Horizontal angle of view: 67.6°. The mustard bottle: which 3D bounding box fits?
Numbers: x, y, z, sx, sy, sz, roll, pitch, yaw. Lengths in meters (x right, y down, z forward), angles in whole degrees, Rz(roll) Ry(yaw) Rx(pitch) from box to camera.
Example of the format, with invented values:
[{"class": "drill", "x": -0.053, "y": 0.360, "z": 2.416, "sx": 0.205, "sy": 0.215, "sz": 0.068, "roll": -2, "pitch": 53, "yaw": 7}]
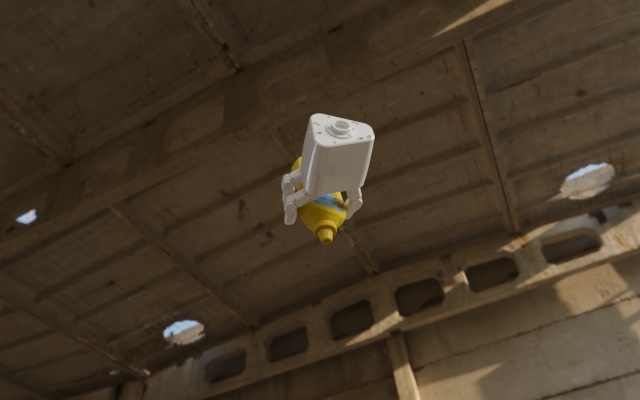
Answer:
[{"class": "mustard bottle", "x": 0.000, "y": 0.003, "z": 0.887, "sx": 0.096, "sy": 0.191, "sz": 0.058, "roll": 20, "pitch": -52, "yaw": -27}]
